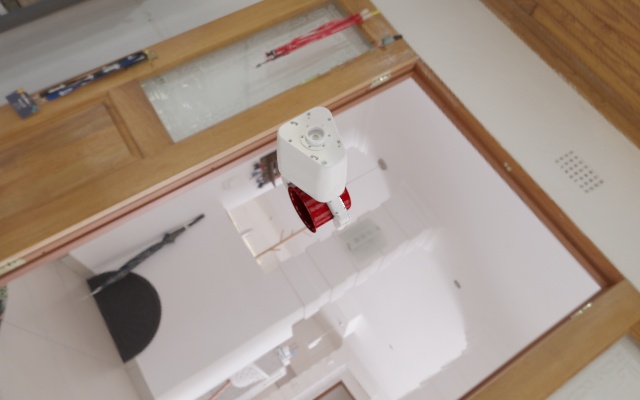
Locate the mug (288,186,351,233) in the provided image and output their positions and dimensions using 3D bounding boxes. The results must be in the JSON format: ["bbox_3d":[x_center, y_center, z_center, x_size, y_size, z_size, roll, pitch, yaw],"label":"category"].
[{"bbox_3d":[0.000,0.003,0.852,0.081,0.093,0.117,-30,-20,-14],"label":"mug"}]
